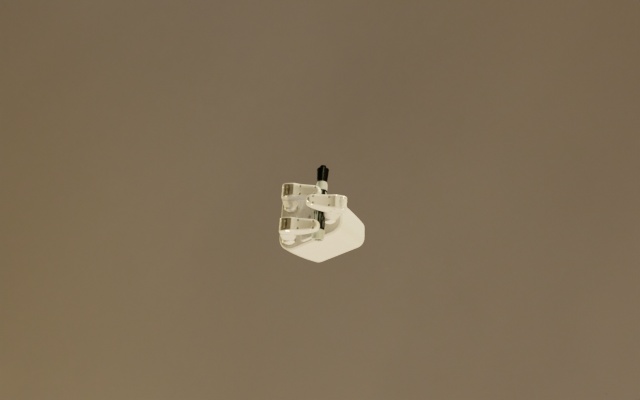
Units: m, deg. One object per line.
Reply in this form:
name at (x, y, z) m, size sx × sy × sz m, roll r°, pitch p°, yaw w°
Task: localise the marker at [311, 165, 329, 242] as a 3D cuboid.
marker at (0.000, 0.002, 0.730) m, size 0.020 × 0.121 × 0.020 m, roll 4°, pitch -20°, yaw 1°
